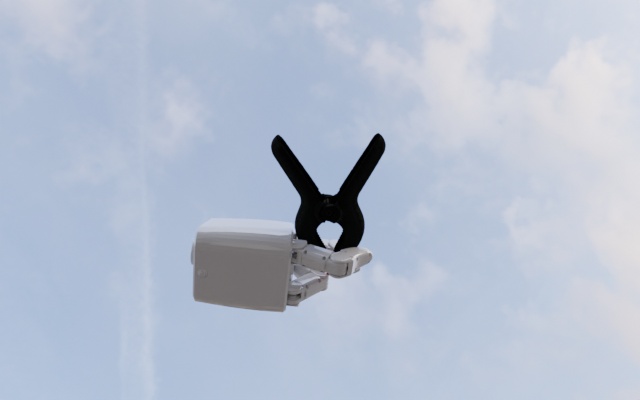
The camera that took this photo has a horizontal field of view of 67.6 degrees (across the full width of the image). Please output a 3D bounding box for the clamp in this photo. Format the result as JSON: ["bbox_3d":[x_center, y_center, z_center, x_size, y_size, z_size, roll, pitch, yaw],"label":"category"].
[{"bbox_3d":[0.000,0.002,0.532,0.120,0.171,0.039,10,20,5],"label":"clamp"}]
